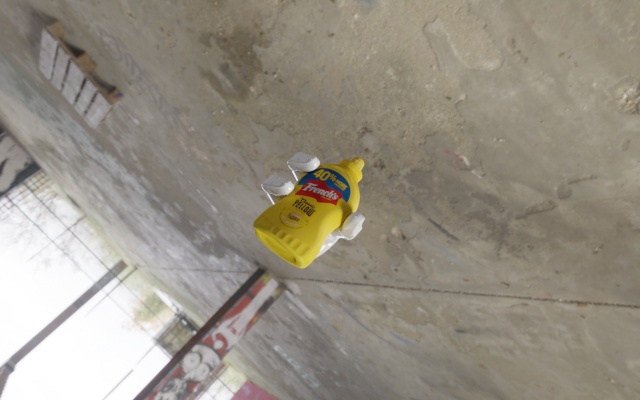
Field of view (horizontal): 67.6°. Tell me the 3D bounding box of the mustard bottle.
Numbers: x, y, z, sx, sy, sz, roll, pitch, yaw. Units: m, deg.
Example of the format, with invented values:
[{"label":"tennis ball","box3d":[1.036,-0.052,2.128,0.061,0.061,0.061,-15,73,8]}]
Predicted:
[{"label":"mustard bottle","box3d":[0.000,0.002,0.692,0.096,0.191,0.058,32,-28,25]}]
